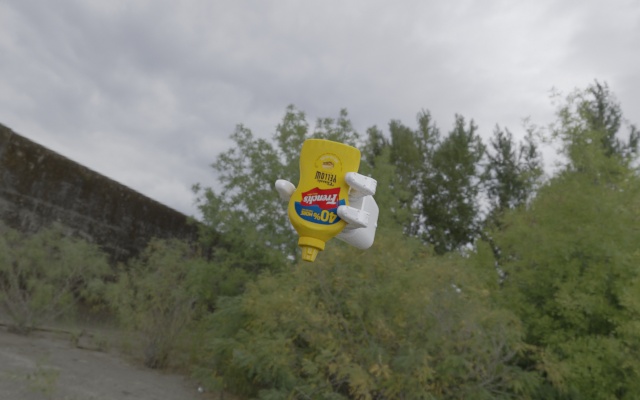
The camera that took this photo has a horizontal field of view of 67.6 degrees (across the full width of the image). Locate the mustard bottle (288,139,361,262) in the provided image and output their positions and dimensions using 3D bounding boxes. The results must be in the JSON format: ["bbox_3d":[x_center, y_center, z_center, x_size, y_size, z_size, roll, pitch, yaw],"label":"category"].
[{"bbox_3d":[0.000,0.002,0.753,0.096,0.191,0.058,12,-15,0],"label":"mustard bottle"}]
